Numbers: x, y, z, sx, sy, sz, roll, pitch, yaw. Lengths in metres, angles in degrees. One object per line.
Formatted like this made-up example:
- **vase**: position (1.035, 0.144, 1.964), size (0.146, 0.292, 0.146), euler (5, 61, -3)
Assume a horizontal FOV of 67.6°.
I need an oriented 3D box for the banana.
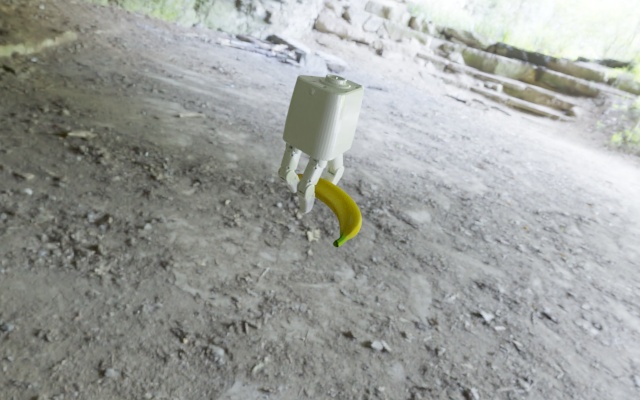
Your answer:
- **banana**: position (0.018, 0.004, 0.787), size (0.069, 0.037, 0.197), euler (-2, 32, -25)
